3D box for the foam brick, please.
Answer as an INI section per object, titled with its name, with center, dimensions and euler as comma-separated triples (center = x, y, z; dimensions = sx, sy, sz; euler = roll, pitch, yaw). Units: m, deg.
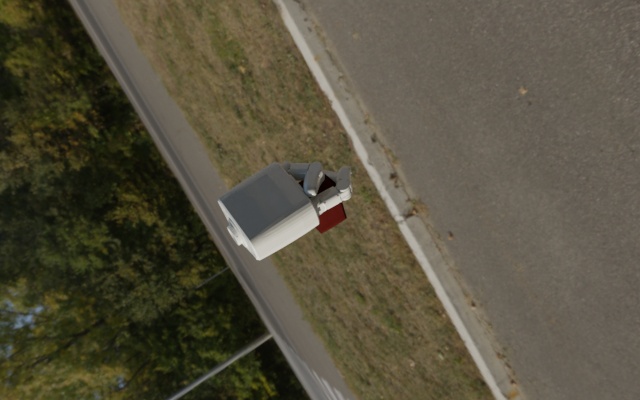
[foam brick]
center = 0.000, 0.003, 0.751
dimensions = 0.051, 0.078, 0.053
euler = -33, 45, -16
